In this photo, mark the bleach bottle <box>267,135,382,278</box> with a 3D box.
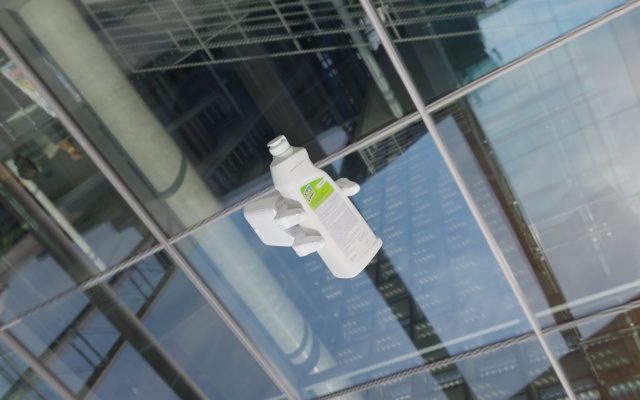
[{"bbox_3d":[0.000,0.003,0.773,0.068,0.251,0.102,-9,30,50],"label":"bleach bottle"}]
